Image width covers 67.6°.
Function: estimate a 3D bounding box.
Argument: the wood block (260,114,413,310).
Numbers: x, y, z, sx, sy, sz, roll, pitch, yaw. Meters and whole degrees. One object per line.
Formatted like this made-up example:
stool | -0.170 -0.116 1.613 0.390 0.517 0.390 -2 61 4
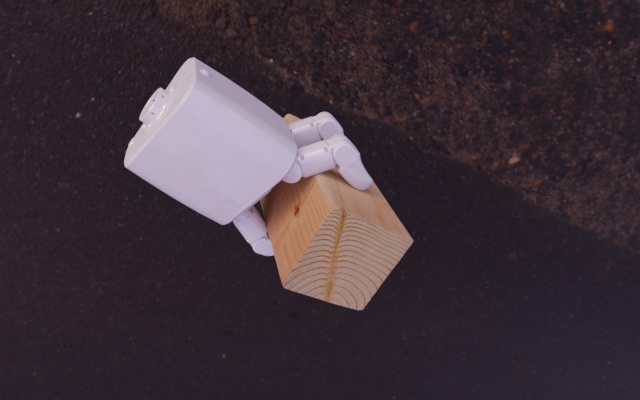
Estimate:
wood block | 0.000 0.002 0.497 0.090 0.091 0.206 22 23 -27
